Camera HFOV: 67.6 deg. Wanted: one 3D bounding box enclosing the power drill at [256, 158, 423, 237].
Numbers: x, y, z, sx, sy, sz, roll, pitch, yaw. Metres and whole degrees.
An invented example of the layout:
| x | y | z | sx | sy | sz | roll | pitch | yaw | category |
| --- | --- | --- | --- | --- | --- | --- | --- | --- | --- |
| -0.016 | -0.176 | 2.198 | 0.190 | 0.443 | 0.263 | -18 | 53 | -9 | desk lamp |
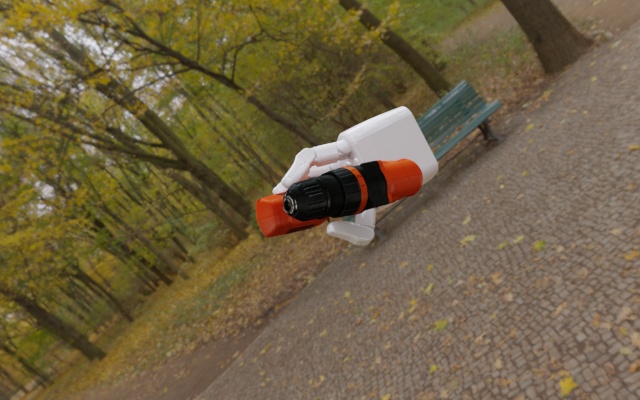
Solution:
| x | y | z | sx | sy | sz | roll | pitch | yaw | category |
| --- | --- | --- | --- | --- | --- | --- | --- | --- | --- |
| 0.000 | 0.002 | 0.562 | 0.184 | 0.057 | 0.188 | -11 | -3 | -37 | power drill |
